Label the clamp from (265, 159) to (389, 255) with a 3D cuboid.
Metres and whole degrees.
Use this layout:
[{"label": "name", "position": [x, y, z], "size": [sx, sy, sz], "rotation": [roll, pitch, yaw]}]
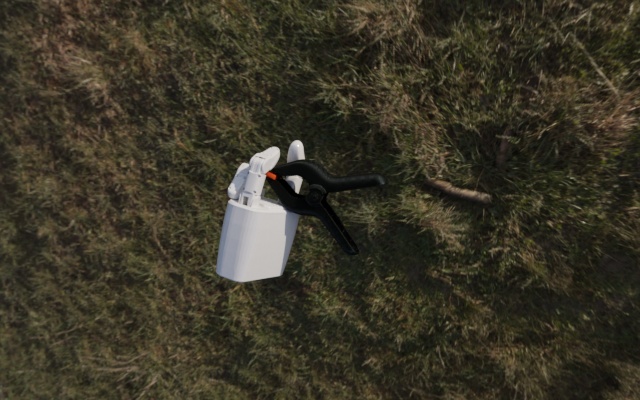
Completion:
[{"label": "clamp", "position": [0.000, 0.002, 0.663], "size": [0.171, 0.120, 0.039], "rotation": [16, 9, 17]}]
